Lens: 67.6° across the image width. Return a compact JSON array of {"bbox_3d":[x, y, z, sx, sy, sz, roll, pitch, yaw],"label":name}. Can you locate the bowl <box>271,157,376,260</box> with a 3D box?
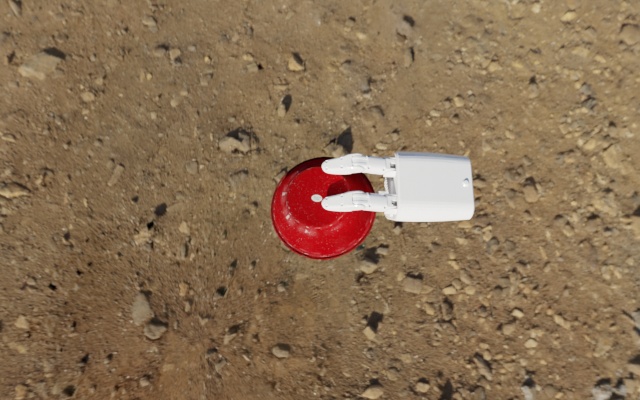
[{"bbox_3d":[-0.001,0.003,0.695,0.162,0.162,0.055,0,-16,9],"label":"bowl"}]
